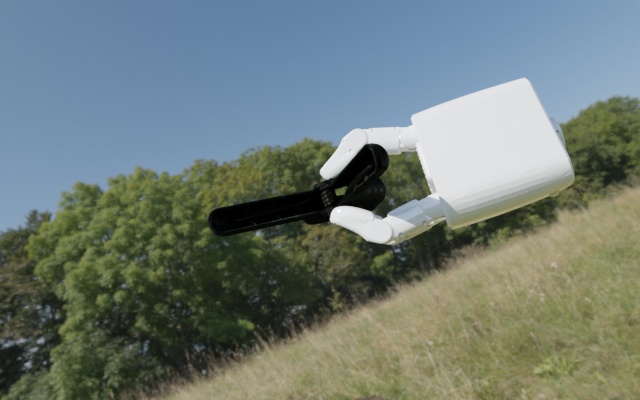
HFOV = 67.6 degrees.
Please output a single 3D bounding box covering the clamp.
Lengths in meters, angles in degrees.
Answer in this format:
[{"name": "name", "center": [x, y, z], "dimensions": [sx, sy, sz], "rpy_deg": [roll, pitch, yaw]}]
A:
[{"name": "clamp", "center": [0.000, 0.001, 0.469], "dimensions": [0.164, 0.036, 0.210], "rpy_deg": [-19, -10, 13]}]
